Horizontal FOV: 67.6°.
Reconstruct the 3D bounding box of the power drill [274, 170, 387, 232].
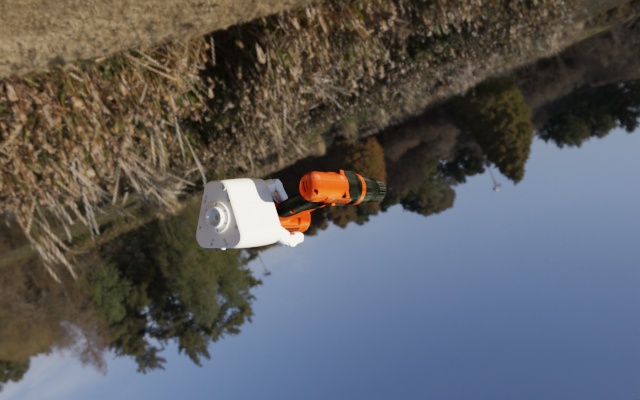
[{"bbox_3d":[0.000,0.003,0.837,0.184,0.057,0.188,5,-25,-43],"label":"power drill"}]
